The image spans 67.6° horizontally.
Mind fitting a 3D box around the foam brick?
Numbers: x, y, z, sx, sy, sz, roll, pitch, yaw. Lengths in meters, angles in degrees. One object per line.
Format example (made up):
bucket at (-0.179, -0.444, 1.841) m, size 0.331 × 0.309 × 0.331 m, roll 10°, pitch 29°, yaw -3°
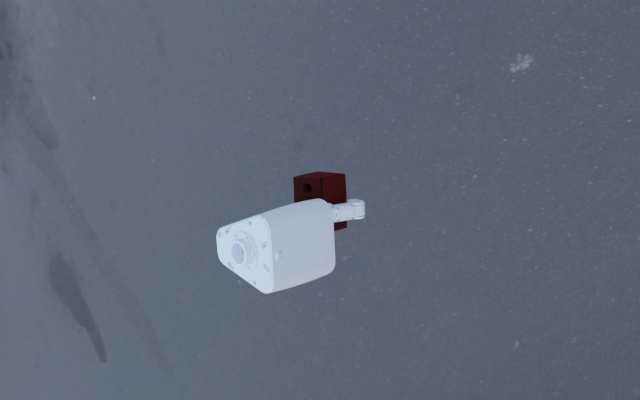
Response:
foam brick at (0.000, 0.002, 0.651) m, size 0.053 × 0.078 × 0.051 m, roll 5°, pitch 12°, yaw 43°
